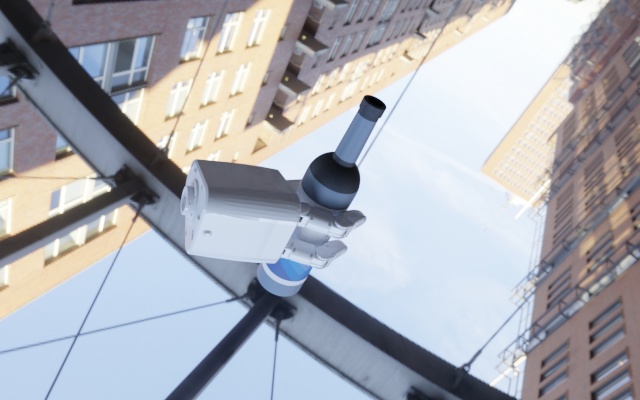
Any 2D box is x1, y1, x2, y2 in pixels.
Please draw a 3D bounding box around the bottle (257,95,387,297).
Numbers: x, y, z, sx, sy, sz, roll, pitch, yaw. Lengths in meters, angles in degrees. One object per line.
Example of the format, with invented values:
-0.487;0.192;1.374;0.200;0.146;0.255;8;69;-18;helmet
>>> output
0.000;0.002;0.588;0.069;0.296;0.069;19;36;-14;bottle
